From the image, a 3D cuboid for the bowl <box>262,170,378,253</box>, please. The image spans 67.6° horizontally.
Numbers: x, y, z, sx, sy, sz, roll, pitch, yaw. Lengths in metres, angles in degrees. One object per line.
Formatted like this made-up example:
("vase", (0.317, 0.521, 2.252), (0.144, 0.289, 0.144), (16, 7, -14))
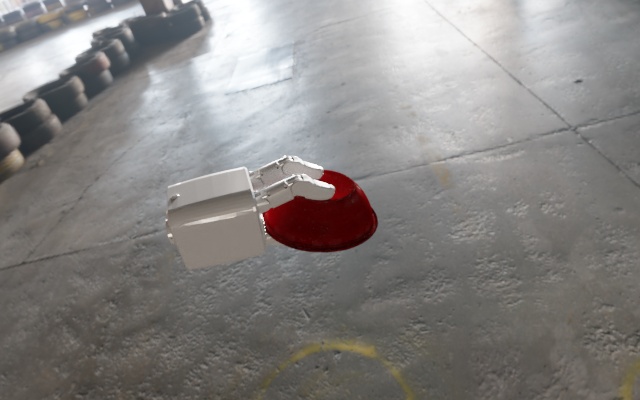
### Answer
("bowl", (0.001, 0.001, 0.651), (0.162, 0.055, 0.162), (2, 30, -1))
